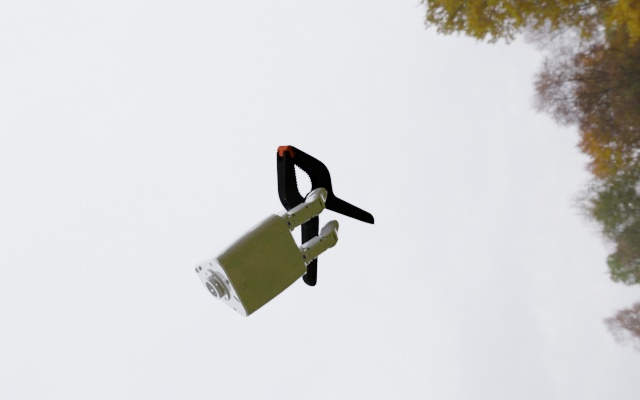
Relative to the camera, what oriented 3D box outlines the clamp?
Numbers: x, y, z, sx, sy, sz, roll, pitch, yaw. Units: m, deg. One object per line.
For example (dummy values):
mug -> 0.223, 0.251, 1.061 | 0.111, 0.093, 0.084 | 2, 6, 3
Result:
clamp -> -0.001, 0.002, 0.728 | 0.164, 0.210, 0.036 | -36, 23, -32
